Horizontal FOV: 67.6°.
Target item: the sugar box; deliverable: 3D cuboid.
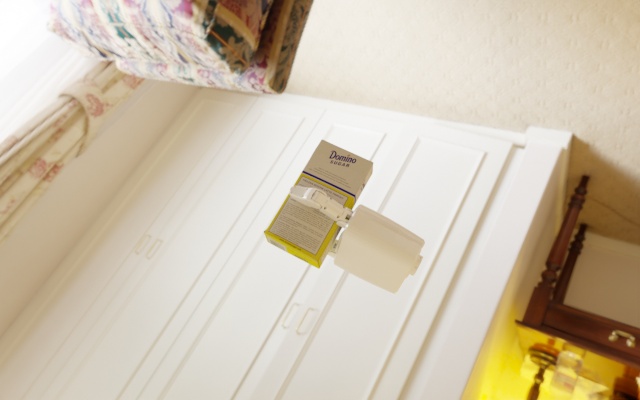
[{"bbox_3d":[0.000,0.003,0.715,0.093,0.176,0.048,27,-21,14],"label":"sugar box"}]
